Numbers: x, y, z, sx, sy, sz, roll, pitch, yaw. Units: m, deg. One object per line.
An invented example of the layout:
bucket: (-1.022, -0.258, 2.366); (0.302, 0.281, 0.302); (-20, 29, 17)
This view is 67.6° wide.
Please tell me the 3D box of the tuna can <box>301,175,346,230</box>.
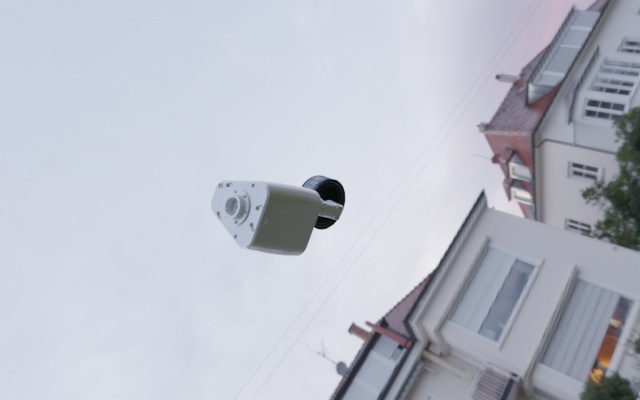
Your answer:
tuna can: (0.000, 0.002, 0.779); (0.033, 0.086, 0.086); (21, 14, 41)
